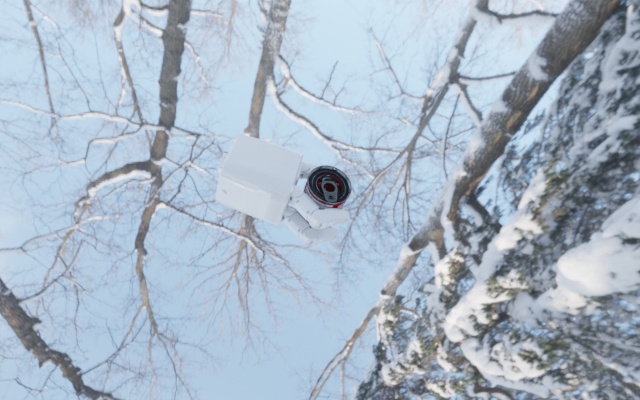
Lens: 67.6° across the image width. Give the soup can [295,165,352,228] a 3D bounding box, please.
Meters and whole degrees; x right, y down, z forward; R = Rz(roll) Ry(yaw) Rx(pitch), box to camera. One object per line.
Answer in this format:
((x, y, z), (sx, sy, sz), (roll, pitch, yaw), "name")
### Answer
((0.001, 0.003, 0.742), (0.068, 0.068, 0.102), (0, -32, -19), "soup can")
